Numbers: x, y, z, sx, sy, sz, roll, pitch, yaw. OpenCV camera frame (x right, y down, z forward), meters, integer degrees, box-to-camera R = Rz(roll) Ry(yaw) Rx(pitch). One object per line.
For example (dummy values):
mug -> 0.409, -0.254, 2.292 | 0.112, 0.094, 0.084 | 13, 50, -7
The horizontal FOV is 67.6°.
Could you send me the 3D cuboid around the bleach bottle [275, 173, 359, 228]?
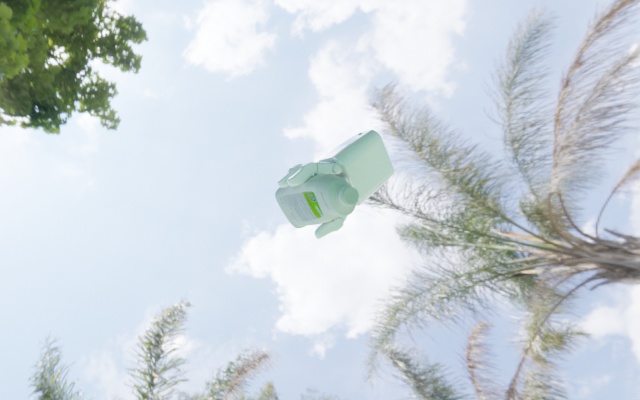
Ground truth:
bleach bottle -> 0.000, 0.003, 0.875 | 0.068, 0.102, 0.251 | -38, 14, -21
